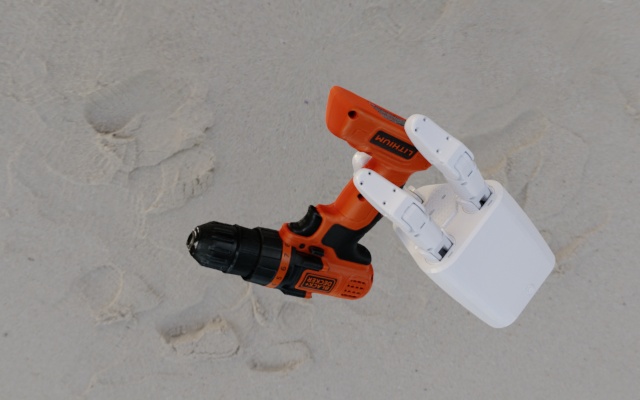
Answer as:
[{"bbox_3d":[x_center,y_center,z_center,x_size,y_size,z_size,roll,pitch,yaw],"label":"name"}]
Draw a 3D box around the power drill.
[{"bbox_3d":[0.001,0.001,0.413,0.184,0.188,0.057,17,27,-31],"label":"power drill"}]
